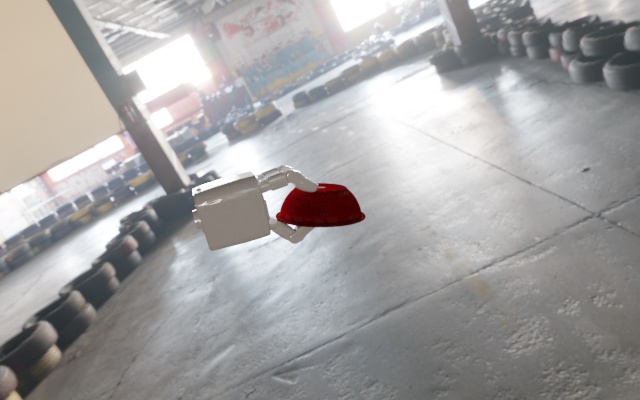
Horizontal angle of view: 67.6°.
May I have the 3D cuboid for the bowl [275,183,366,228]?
[{"bbox_3d":[0.001,0.002,0.849,0.162,0.055,0.162,0,11,0],"label":"bowl"}]
